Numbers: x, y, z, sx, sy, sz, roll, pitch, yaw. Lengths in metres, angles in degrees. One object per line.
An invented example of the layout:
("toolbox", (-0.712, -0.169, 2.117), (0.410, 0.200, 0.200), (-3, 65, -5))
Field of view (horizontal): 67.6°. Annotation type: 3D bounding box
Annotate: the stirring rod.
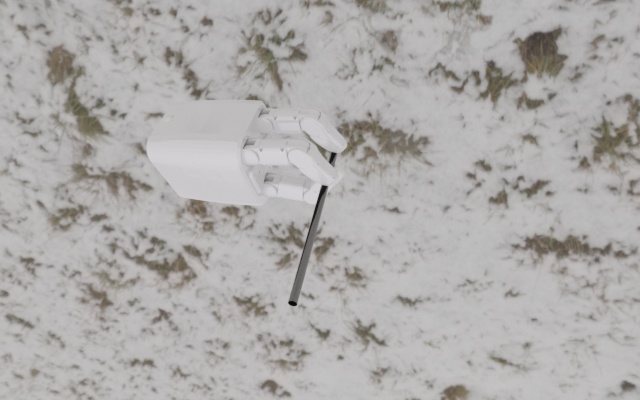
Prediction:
("stirring rod", (0.000, 0.002, 0.476), (0.011, 0.011, 0.239), (0, 44, 15))
